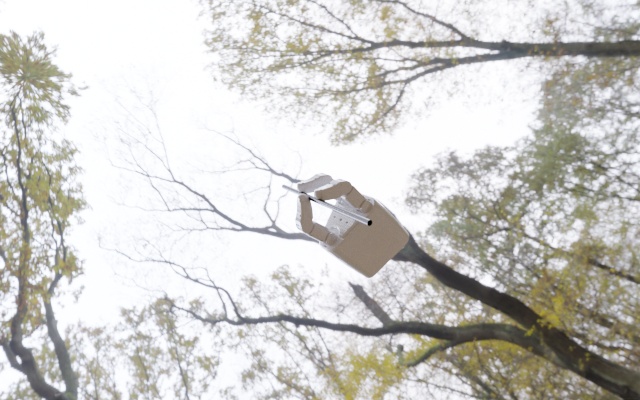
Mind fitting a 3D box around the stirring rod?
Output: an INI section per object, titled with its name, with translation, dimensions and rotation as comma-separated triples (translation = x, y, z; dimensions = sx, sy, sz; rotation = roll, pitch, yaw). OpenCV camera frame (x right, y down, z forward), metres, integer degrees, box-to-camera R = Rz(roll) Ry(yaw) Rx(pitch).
[stirring rod]
translation = 0.000, 0.002, 0.697
dimensions = 0.011, 0.011, 0.239
rotation = 0, 12, -32
